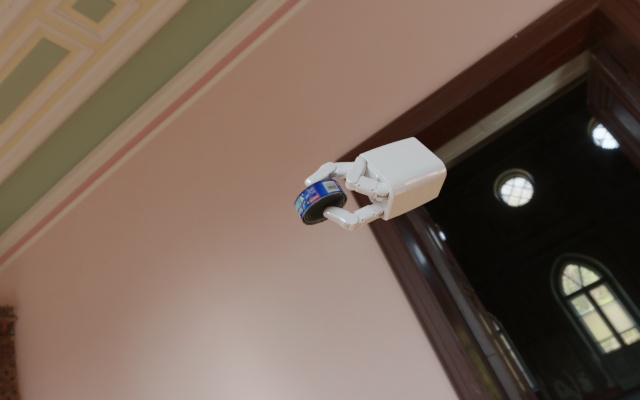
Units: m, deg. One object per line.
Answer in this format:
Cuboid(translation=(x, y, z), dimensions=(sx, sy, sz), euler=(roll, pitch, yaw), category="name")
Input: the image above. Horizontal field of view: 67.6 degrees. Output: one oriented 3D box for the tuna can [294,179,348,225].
Cuboid(translation=(0.000, 0.002, 0.799), dimensions=(0.086, 0.033, 0.086), euler=(-25, -26, -13), category="tuna can")
